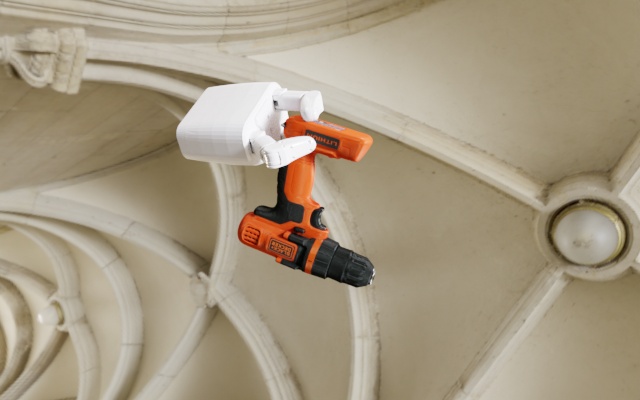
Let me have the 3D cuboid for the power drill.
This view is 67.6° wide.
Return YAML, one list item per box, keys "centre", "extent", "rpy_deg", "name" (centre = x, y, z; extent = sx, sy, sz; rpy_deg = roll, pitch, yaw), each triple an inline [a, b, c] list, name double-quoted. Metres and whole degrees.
- centre: [0.000, 0.001, 0.585]
  extent: [0.184, 0.188, 0.057]
  rpy_deg: [20, 15, 9]
  name: "power drill"
